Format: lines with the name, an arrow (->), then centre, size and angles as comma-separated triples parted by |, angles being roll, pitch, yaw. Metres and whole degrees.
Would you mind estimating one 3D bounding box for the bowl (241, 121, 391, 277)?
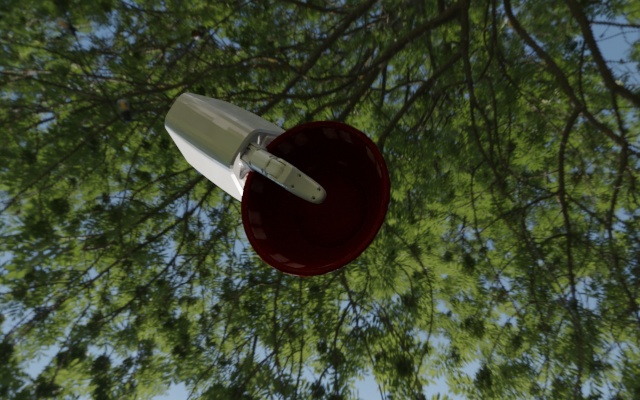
bowl -> 0.001, 0.003, 0.497 | 0.162, 0.162, 0.055 | 0, -16, 23
